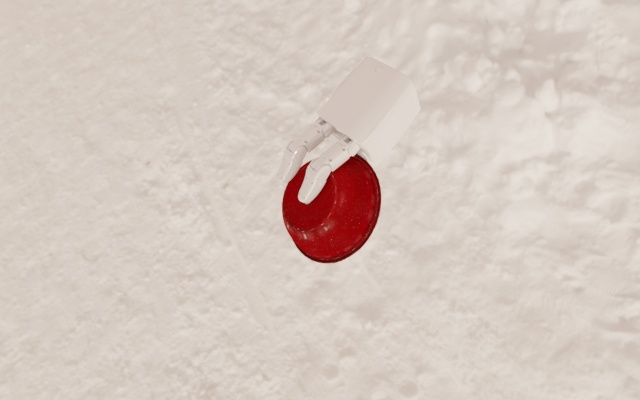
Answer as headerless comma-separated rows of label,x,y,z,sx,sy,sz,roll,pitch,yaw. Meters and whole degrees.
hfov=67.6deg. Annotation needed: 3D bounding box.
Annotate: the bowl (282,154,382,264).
bowl,-0.001,0.003,0.649,0.162,0.162,0.055,0,-13,38
